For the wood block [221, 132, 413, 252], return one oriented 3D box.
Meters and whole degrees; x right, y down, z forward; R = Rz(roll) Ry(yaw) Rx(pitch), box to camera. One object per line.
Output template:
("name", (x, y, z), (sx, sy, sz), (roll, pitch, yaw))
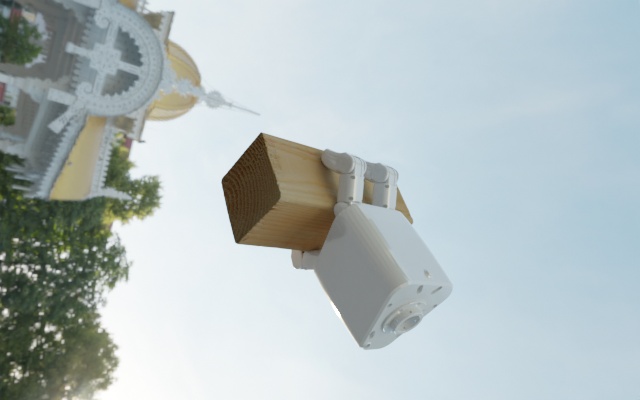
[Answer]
("wood block", (0.000, 0.002, 0.567), (0.206, 0.090, 0.091), (12, -43, -41))
